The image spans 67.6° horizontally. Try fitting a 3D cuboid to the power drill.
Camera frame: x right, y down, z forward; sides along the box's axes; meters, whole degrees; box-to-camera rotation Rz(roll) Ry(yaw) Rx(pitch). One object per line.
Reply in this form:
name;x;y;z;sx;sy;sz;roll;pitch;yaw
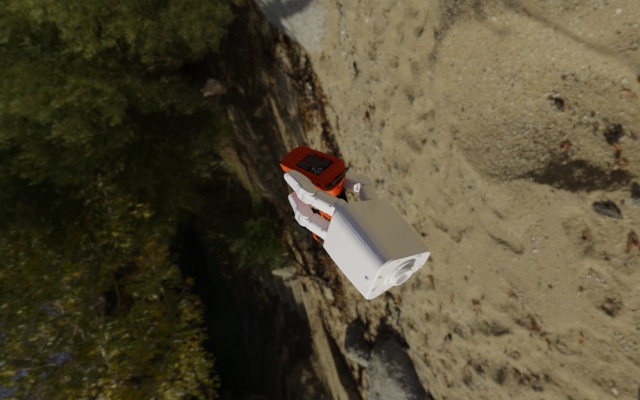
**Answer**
power drill;0.000;0.002;0.781;0.184;0.188;0.057;23;58;39
